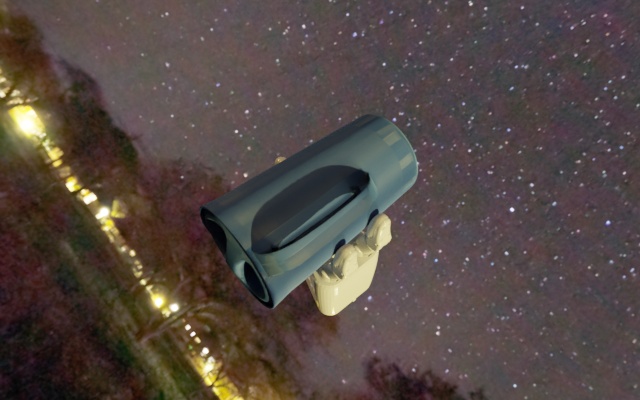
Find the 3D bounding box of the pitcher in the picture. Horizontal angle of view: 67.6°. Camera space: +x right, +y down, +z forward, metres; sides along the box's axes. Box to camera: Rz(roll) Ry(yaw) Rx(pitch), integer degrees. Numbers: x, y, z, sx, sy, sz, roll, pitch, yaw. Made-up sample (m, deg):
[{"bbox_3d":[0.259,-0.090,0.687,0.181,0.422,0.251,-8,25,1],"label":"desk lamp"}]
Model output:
[{"bbox_3d":[0.000,0.002,0.544,0.242,0.149,0.145,-36,-30,-21],"label":"pitcher"}]
